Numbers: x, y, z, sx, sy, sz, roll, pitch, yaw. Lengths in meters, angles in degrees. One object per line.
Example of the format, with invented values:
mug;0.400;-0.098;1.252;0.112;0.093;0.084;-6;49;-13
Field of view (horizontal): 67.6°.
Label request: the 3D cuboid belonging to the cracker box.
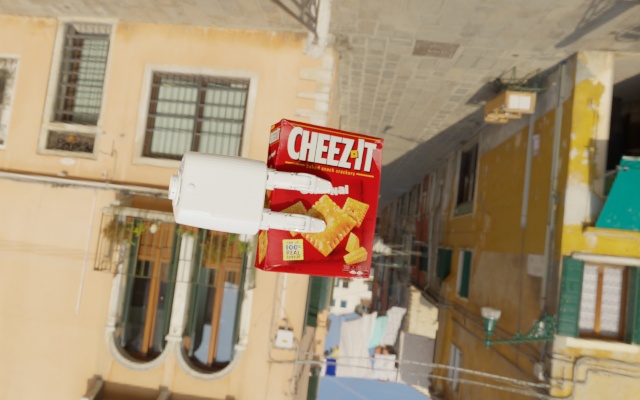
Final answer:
cracker box;0.000;0.002;0.702;0.164;0.213;0.072;8;-4;-20
